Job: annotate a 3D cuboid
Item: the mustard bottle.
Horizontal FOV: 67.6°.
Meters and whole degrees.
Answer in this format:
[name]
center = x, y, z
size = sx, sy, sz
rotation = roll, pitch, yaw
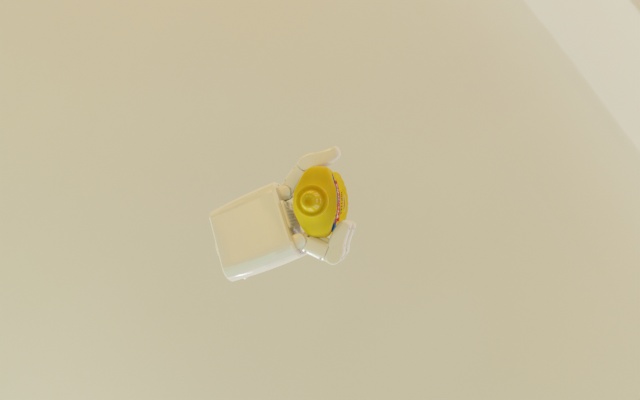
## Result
[mustard bottle]
center = 0.000, 0.002, 0.657
size = 0.058, 0.096, 0.191
rotation = 2, -1, 9
